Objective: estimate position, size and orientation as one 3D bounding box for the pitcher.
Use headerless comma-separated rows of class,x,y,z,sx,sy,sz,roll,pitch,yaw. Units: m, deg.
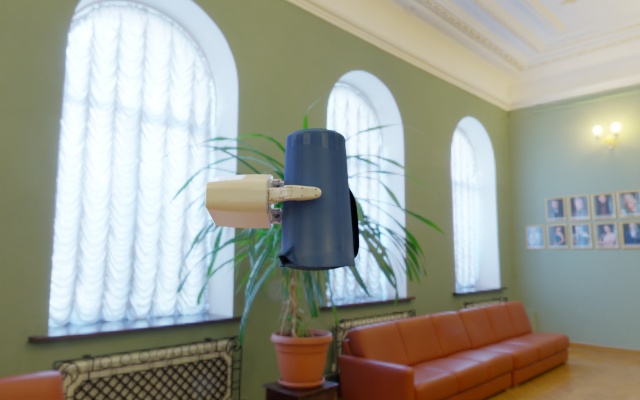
pitcher,0.000,0.003,0.854,0.145,0.243,0.149,-1,-7,1
